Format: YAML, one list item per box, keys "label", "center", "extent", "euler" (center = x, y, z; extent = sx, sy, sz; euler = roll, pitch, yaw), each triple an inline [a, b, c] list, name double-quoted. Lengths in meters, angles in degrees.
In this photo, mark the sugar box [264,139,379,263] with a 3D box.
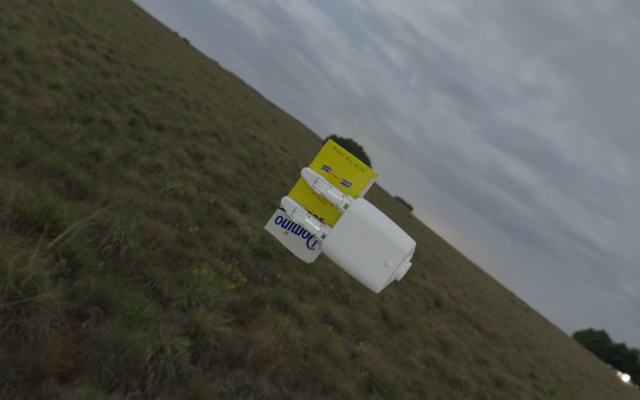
- label: "sugar box"
  center: [0.000, 0.002, 0.748]
  extent: [0.093, 0.176, 0.048]
  euler: [38, 5, 15]
